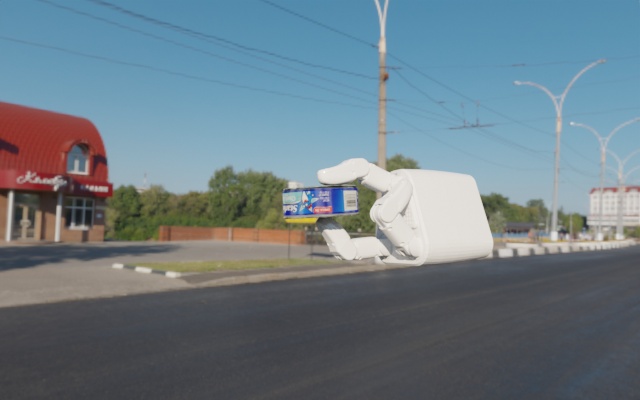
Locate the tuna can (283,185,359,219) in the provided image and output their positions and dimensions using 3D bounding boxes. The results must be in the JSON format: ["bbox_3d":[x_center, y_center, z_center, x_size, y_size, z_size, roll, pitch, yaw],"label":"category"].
[{"bbox_3d":[0.000,0.001,0.536,0.086,0.034,0.086,-3,0,0],"label":"tuna can"}]
